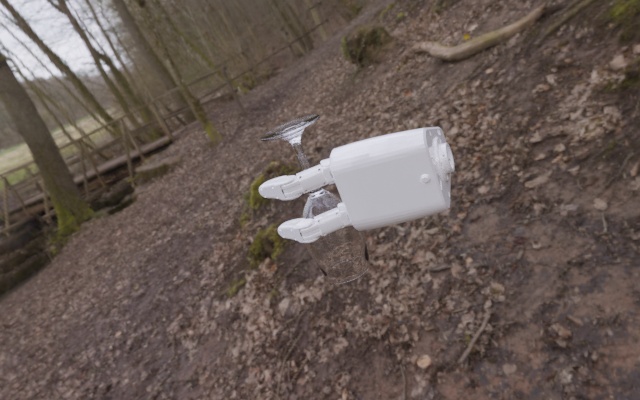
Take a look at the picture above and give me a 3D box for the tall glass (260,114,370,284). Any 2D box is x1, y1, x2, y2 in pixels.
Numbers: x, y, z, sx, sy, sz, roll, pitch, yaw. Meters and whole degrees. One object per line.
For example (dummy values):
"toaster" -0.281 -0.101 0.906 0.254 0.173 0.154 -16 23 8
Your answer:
"tall glass" 0.000 0.001 0.586 0.079 0.201 0.079 -20 18 7
